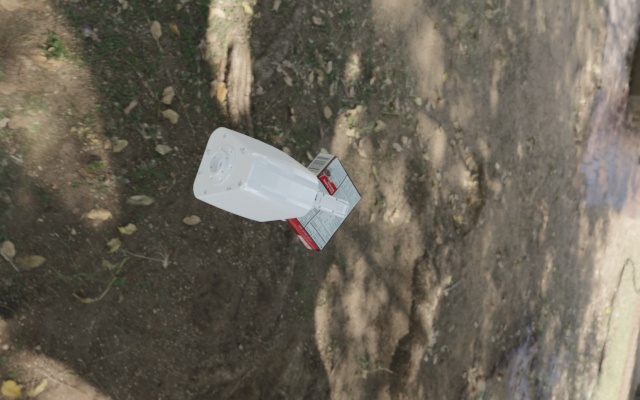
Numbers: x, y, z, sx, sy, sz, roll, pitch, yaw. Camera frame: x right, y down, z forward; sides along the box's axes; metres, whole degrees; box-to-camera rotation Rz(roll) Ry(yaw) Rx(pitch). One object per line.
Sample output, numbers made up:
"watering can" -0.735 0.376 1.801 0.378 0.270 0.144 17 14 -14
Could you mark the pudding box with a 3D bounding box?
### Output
"pudding box" 0.000 0.002 0.679 0.039 0.113 0.090 14 -33 47
